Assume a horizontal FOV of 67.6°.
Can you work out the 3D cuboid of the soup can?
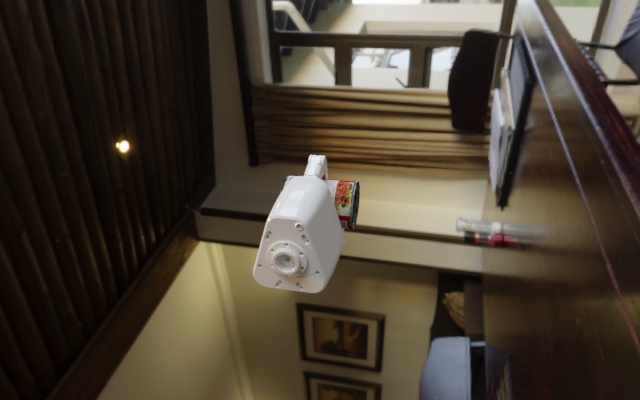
[{"bbox_3d":[0.000,0.002,0.672,0.102,0.068,0.068,5,1,11],"label":"soup can"}]
